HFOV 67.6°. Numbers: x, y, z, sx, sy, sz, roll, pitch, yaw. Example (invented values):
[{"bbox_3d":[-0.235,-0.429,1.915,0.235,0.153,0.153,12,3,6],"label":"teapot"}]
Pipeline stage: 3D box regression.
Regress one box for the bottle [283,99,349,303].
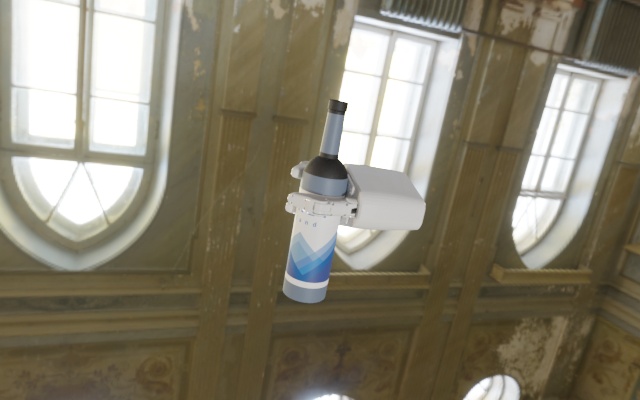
[{"bbox_3d":[0.000,0.003,0.697,0.069,0.296,0.069,10,15,-3],"label":"bottle"}]
